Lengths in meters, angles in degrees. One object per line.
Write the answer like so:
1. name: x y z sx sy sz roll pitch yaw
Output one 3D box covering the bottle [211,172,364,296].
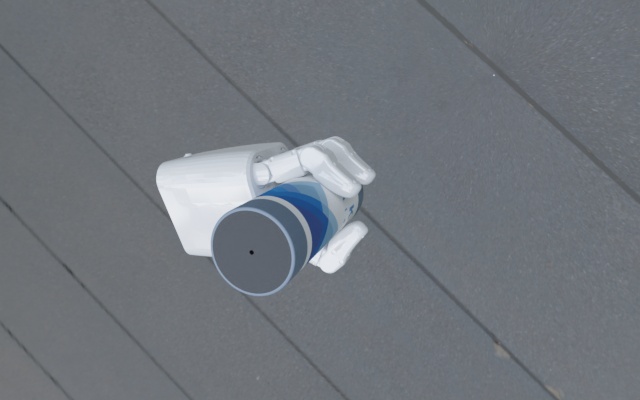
1. bottle: 0.000 0.002 0.468 0.069 0.069 0.295 0 14 20
